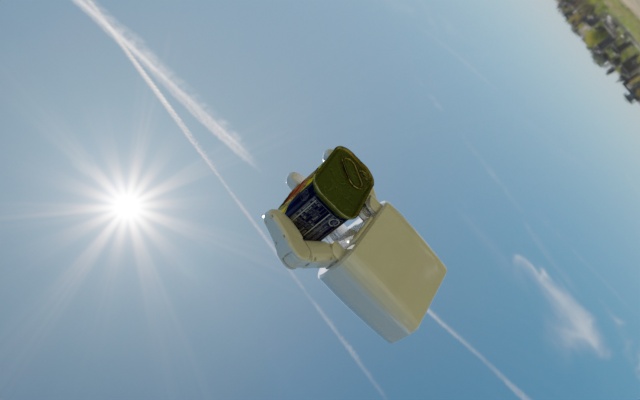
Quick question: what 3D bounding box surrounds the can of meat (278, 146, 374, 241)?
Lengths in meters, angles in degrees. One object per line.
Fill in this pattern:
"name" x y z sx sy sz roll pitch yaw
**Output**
"can of meat" 0.000 0.002 0.496 0.084 0.057 0.102 -41 9 33
